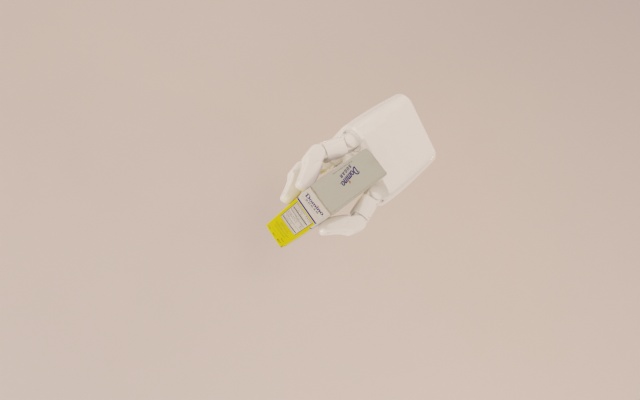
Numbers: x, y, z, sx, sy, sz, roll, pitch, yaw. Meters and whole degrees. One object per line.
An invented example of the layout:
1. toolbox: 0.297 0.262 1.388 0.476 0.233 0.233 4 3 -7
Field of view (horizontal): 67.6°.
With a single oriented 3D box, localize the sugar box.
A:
1. sugar box: 0.000 0.001 0.595 0.093 0.048 0.176 -36 -3 -29
